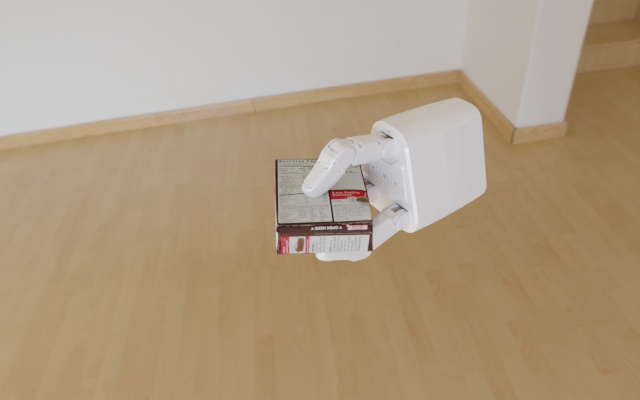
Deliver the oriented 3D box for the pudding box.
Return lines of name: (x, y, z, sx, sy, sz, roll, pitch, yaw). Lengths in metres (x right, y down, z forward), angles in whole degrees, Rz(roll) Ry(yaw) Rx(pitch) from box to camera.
pudding box: (0.000, 0.001, 0.466, 0.090, 0.039, 0.113, -2, 36, -4)
